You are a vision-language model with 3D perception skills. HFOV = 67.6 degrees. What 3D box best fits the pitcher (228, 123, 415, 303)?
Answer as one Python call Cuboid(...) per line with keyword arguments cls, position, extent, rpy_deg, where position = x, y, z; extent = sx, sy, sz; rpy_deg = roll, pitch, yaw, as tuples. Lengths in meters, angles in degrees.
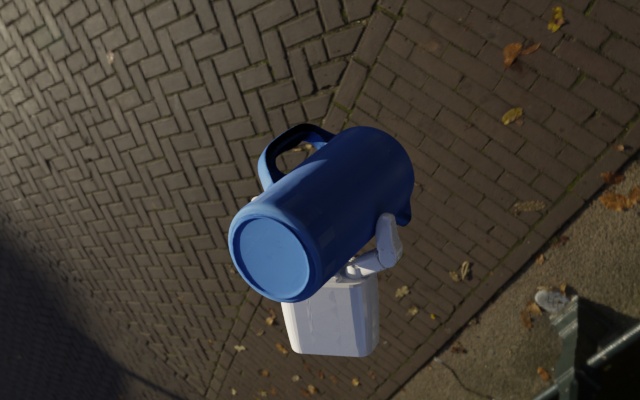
Cuboid(cls="pitcher", position=(0.000, 0.002, 0.547), extent=(0.149, 0.145, 0.242), rpy_deg=(5, 24, 28))
